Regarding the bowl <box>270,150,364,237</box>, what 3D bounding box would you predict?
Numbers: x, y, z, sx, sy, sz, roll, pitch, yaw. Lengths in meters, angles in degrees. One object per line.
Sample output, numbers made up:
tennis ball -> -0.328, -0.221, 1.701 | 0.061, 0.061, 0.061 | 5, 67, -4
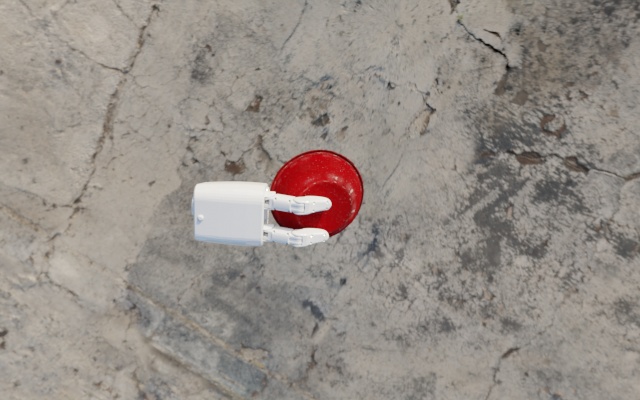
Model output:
bowl -> 0.002, 0.002, 0.771 | 0.162, 0.162, 0.055 | 0, 22, -14
